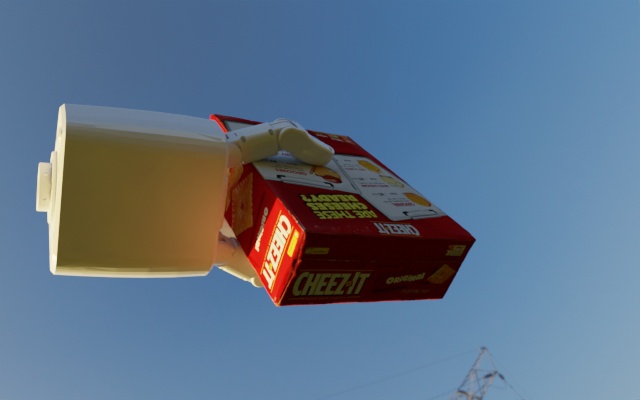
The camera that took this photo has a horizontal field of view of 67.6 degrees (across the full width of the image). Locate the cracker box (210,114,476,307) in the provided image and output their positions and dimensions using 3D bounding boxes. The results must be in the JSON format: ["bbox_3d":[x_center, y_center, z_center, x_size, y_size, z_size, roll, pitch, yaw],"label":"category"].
[{"bbox_3d":[0.000,0.001,0.427,0.164,0.072,0.213,5,27,-32],"label":"cracker box"}]
